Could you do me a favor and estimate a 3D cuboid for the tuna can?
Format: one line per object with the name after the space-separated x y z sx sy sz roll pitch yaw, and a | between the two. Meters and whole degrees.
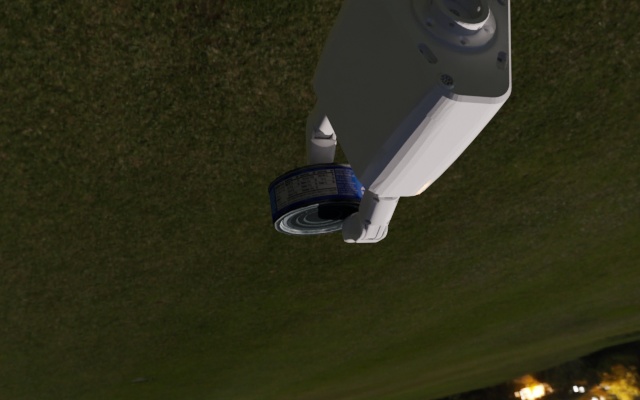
0.000 0.002 0.404 0.086 0.033 0.086 -8 -20 -3 | tuna can
